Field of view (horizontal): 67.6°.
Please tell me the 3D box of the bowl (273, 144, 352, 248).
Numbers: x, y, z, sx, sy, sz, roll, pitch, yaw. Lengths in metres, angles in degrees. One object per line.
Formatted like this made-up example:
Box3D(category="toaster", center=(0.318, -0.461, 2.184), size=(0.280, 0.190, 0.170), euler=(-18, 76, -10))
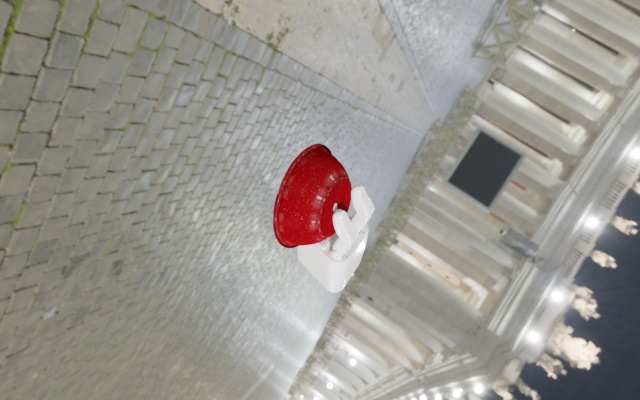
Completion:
Box3D(category="bowl", center=(0.000, 0.002, 0.691), size=(0.055, 0.162, 0.162), euler=(20, 9, 26))
